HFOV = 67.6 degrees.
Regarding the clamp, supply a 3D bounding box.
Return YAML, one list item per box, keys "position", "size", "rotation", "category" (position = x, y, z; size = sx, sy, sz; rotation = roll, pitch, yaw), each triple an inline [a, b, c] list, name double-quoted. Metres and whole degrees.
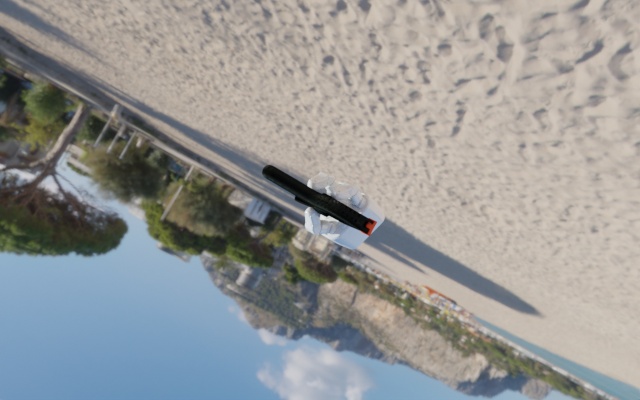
- position: [0.000, 0.004, 0.844]
  size: [0.210, 0.036, 0.165]
  rotation: [26, -5, 32]
  category: "clamp"
